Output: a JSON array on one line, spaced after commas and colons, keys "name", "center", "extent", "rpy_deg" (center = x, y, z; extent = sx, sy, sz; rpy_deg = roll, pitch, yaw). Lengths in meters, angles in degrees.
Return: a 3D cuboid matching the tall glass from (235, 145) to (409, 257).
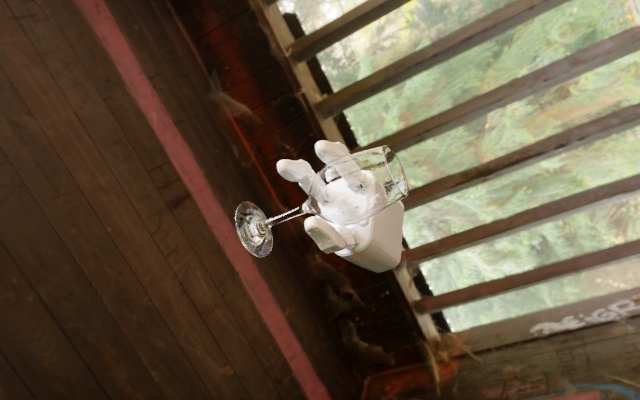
[{"name": "tall glass", "center": [-0.001, 0.002, 0.565], "extent": [0.201, 0.079, 0.079], "rpy_deg": [-23, -10, 24]}]
